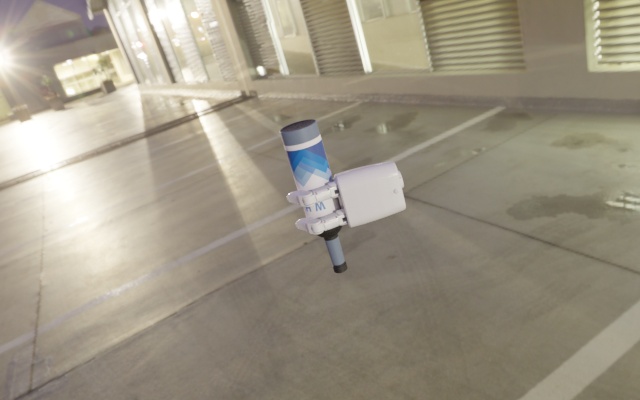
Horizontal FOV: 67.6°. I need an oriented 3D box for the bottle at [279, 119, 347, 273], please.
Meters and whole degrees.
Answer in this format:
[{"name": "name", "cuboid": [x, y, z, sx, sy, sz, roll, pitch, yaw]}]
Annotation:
[{"name": "bottle", "cuboid": [0.000, 0.003, 0.873, 0.069, 0.296, 0.069, -14, 21, 6]}]
